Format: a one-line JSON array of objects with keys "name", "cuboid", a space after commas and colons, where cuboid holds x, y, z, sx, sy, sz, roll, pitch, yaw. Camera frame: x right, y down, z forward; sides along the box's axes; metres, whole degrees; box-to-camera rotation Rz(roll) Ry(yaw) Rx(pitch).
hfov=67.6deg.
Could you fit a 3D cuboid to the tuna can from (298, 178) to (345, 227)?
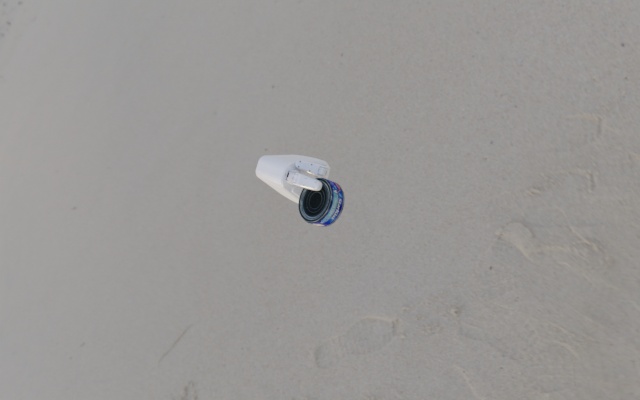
[{"name": "tuna can", "cuboid": [0.000, 0.003, 0.859, 0.086, 0.086, 0.034, 0, -14, 45]}]
